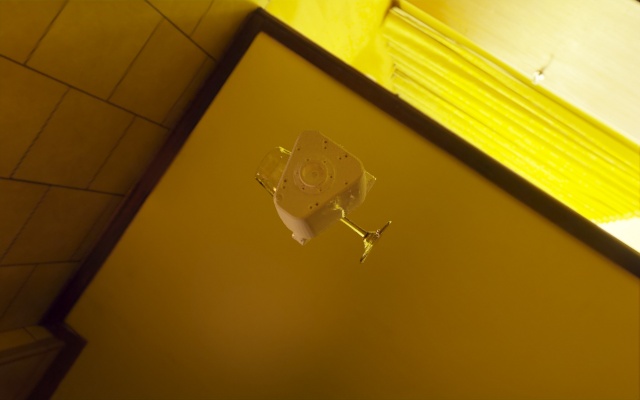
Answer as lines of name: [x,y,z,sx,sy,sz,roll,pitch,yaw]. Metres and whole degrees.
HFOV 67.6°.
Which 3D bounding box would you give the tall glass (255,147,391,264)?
tall glass: [0.001,0.003,0.697,0.201,0.079,0.079,36,9,12]
